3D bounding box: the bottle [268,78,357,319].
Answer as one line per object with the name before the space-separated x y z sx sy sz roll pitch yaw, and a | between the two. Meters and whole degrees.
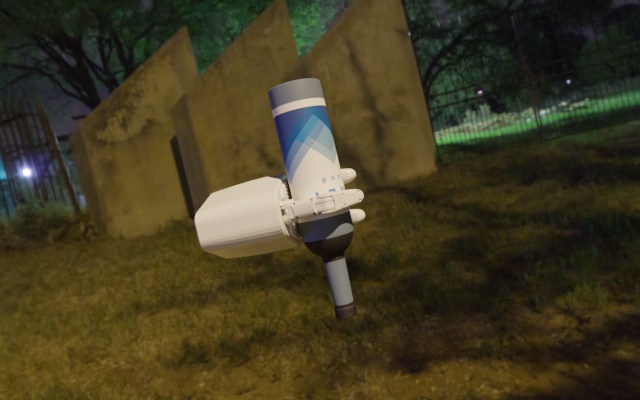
bottle | 0.000 0.002 0.596 0.069 0.296 0.069 -13 2 0
